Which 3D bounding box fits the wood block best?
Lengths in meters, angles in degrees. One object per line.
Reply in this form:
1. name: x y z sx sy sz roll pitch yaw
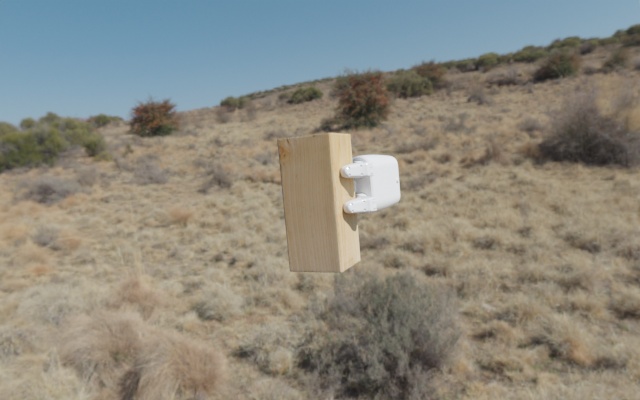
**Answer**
1. wood block: 0.000 0.002 0.752 0.091 0.206 0.090 -3 5 25
